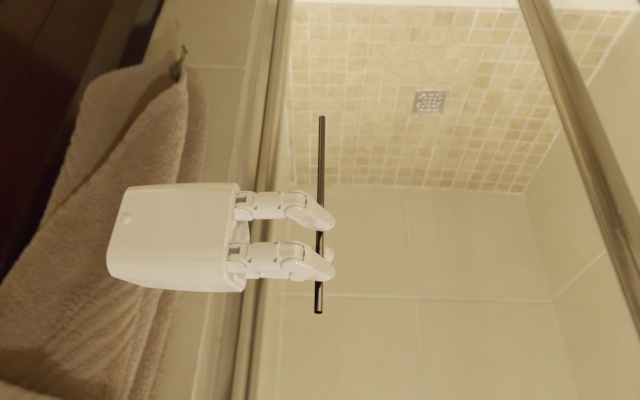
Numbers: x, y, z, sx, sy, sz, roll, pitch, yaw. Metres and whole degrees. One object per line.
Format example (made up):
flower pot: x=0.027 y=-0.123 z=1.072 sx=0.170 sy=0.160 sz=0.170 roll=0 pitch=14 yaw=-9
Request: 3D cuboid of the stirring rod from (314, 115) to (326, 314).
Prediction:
stirring rod: x=0.000 y=0.002 z=0.498 sx=0.011 sy=0.239 sz=0.011 roll=1 pitch=-34 yaw=1
